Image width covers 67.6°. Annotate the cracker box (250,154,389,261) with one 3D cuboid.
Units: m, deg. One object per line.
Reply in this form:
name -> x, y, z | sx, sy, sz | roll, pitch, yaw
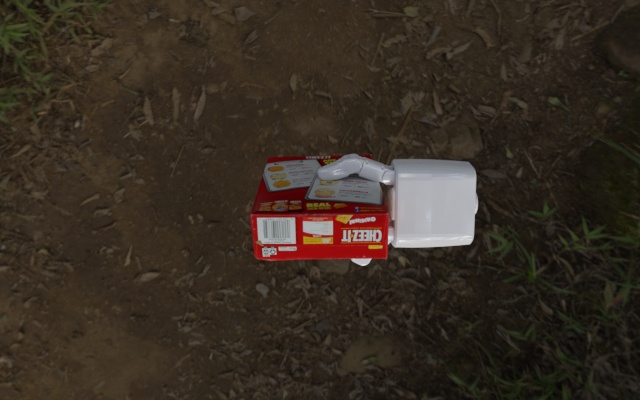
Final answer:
cracker box -> 0.000, 0.002, 0.659 | 0.164, 0.072, 0.213 | -1, 23, 0
